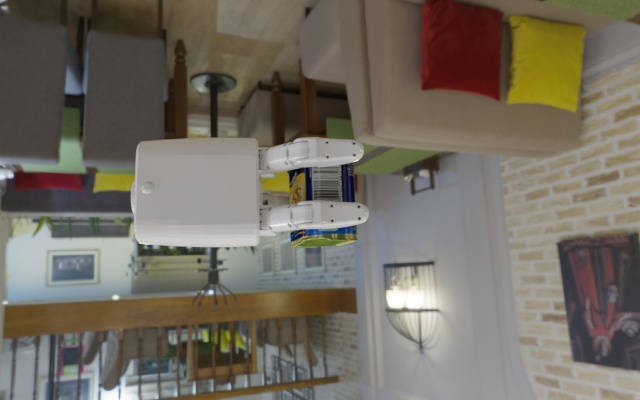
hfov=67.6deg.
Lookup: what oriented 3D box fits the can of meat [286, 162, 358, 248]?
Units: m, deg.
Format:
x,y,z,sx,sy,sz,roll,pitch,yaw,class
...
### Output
x,y,z,sx,sy,sz,roll,pitch,yaw,class
0.000,0.002,0.467,0.057,0.084,0.102,0,-10,-13,can of meat
